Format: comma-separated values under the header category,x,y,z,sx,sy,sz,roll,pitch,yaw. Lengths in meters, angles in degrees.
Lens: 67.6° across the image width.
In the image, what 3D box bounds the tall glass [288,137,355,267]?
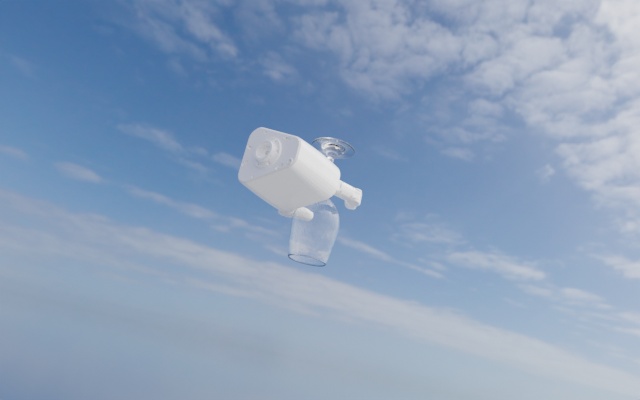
category,x,y,z,sx,sy,sz,roll,pitch,yaw
tall glass,0.000,0.002,0.778,0.079,0.201,0.079,12,-18,4
